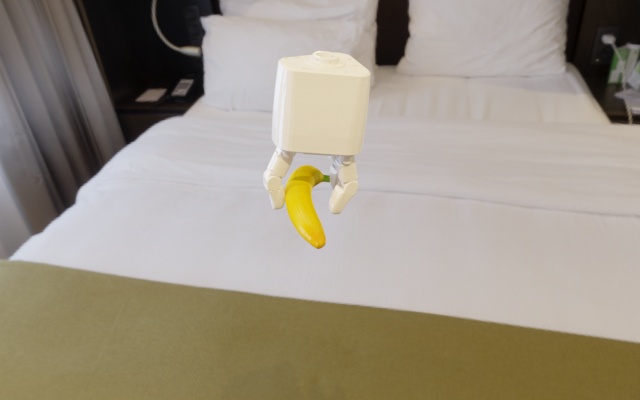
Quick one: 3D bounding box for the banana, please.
[{"bbox_3d":[-0.018,-0.005,0.669,0.069,0.037,0.197,16,31,-3],"label":"banana"}]
